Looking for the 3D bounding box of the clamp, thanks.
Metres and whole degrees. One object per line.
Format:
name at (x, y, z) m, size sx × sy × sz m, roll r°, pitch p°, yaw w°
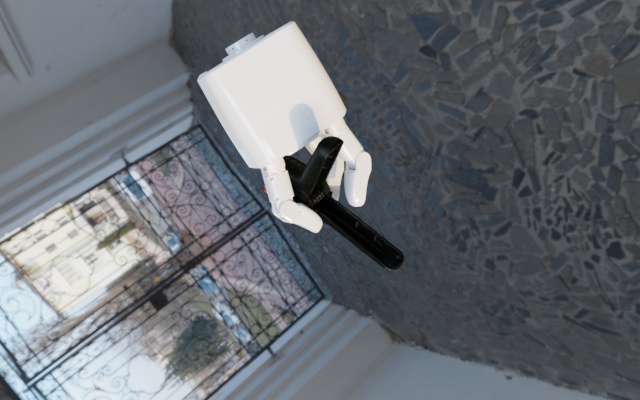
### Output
clamp at (-0.001, 0.002, 0.543) m, size 0.036 × 0.165 × 0.210 m, roll -41°, pitch 23°, yaw -21°
